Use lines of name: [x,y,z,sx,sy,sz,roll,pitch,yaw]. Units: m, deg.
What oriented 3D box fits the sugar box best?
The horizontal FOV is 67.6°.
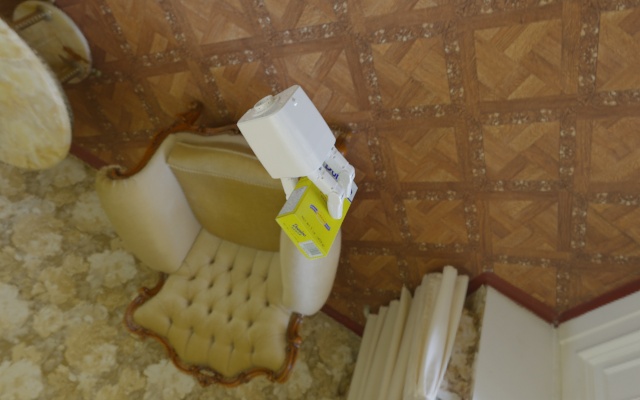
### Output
sugar box: [0.000,0.002,0.779,0.048,0.093,0.176,-16,31,37]
